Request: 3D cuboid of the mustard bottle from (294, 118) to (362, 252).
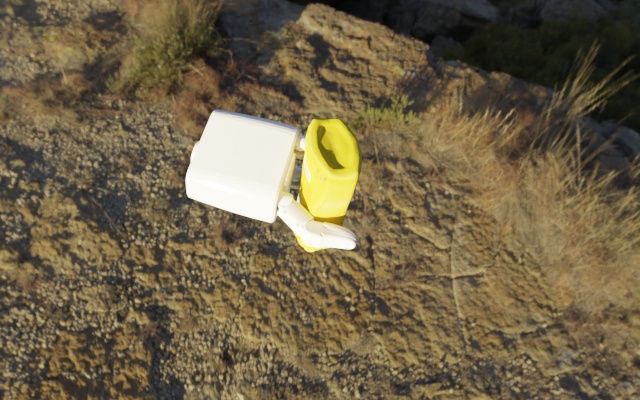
[{"bbox_3d":[0.000,0.002,0.572,0.058,0.096,0.192,-4,-39,-15],"label":"mustard bottle"}]
